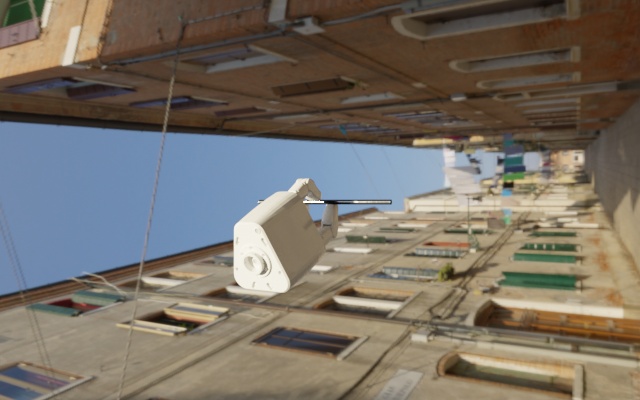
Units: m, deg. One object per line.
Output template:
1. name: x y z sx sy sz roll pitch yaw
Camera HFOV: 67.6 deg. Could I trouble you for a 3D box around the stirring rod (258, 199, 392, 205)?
1. stirring rod: 0.000 0.002 0.773 0.239 0.011 0.011 0 0 28
